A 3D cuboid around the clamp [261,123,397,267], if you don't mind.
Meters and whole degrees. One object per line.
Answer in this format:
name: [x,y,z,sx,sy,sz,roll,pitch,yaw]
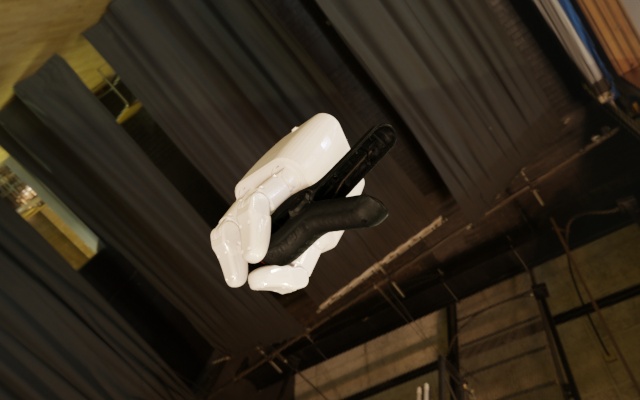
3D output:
clamp: [0.000,0.002,0.412,0.171,0.039,0.120,-27,22,39]
